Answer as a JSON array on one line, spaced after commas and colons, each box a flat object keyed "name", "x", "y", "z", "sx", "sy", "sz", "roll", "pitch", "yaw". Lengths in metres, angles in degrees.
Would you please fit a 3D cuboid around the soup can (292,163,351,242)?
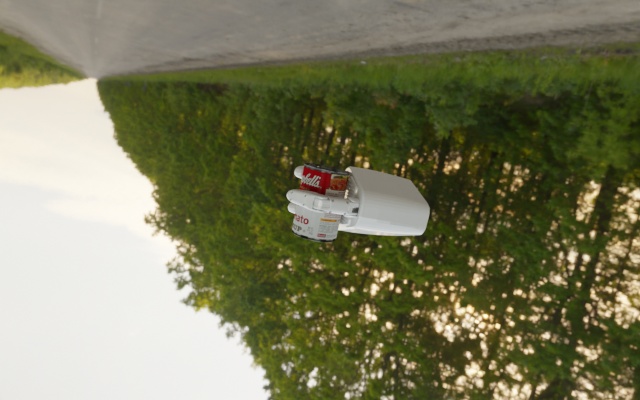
[{"name": "soup can", "x": 0.000, "y": 0.003, "z": 0.691, "sx": 0.068, "sy": 0.102, "sz": 0.068, "roll": 11, "pitch": 9, "yaw": -2}]
